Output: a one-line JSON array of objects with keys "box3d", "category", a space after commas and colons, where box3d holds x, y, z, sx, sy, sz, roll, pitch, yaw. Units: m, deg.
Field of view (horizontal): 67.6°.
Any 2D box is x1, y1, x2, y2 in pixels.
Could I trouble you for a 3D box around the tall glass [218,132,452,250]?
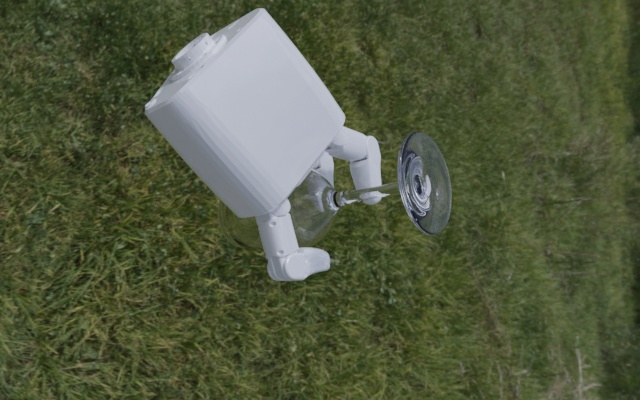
[{"box3d": [0.001, 0.001, 0.400, 0.201, 0.079, 0.079, -11, -7, 40], "category": "tall glass"}]
